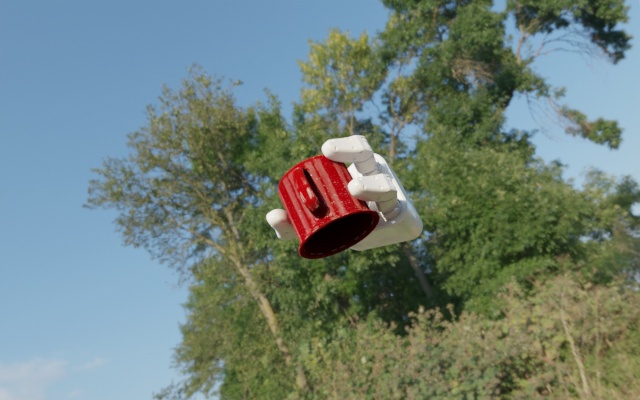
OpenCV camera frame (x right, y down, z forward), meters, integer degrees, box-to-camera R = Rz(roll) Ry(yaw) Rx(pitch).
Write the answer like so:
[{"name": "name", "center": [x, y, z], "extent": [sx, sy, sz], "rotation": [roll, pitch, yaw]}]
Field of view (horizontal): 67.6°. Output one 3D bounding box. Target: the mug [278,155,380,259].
[{"name": "mug", "center": [-0.001, 0.001, 0.506], "extent": [0.093, 0.081, 0.117], "rotation": [-32, -26, 11]}]
